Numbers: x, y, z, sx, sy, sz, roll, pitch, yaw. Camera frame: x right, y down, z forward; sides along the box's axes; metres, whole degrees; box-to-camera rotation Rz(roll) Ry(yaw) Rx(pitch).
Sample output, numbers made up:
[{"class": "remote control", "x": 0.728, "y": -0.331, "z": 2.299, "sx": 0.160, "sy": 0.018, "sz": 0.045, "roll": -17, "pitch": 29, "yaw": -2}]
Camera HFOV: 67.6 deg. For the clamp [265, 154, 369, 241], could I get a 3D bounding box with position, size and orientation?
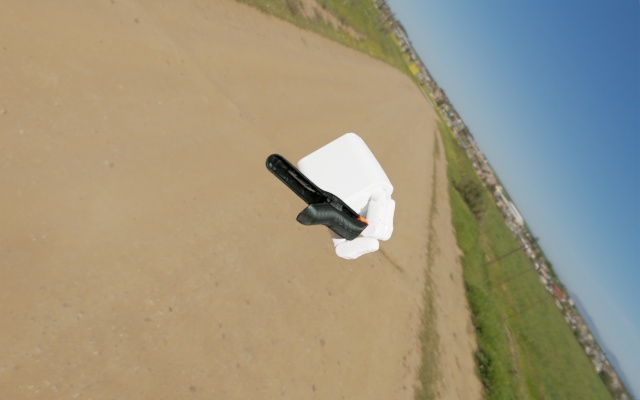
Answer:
[{"class": "clamp", "x": 0.001, "y": 0.002, "z": 0.612, "sx": 0.039, "sy": 0.120, "sz": 0.171, "roll": -39, "pitch": -33, "yaw": 15}]
